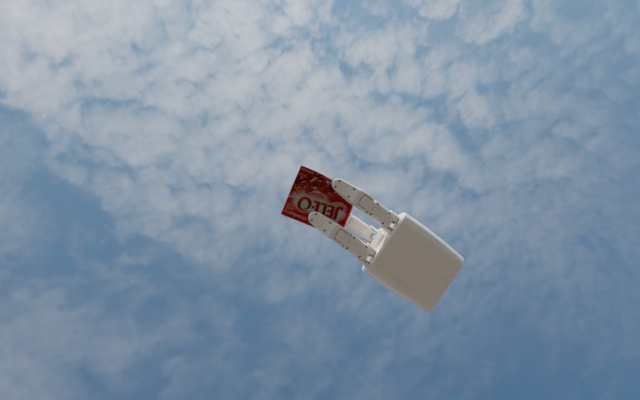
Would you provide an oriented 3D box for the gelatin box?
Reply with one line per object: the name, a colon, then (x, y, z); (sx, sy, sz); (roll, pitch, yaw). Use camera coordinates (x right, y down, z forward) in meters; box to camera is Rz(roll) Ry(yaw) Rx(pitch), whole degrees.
gelatin box: (0.000, 0.002, 0.660); (0.089, 0.073, 0.030); (22, -4, 2)
